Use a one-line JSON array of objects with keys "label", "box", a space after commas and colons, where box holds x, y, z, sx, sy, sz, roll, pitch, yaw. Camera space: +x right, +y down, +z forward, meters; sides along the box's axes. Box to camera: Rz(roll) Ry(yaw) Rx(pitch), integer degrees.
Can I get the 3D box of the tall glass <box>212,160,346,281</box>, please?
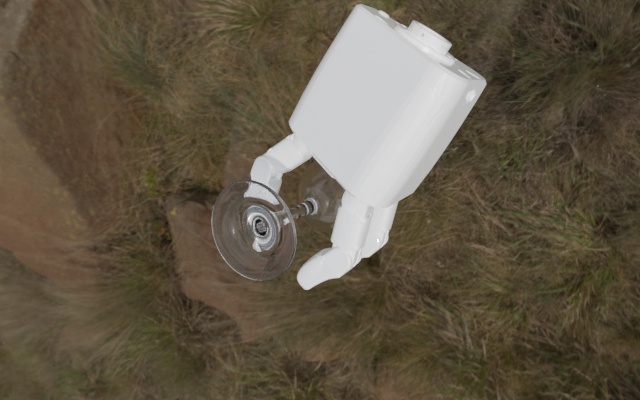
[{"label": "tall glass", "box": [0.000, 0.002, 0.422, 0.079, 0.079, 0.201, 0, 12, 30]}]
